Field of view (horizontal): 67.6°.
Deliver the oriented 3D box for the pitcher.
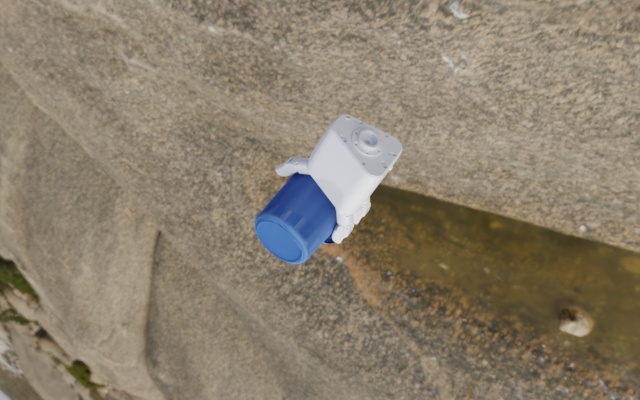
[{"bbox_3d":[0.000,0.003,0.844,0.242,0.149,0.145,-49,-2,-36],"label":"pitcher"}]
